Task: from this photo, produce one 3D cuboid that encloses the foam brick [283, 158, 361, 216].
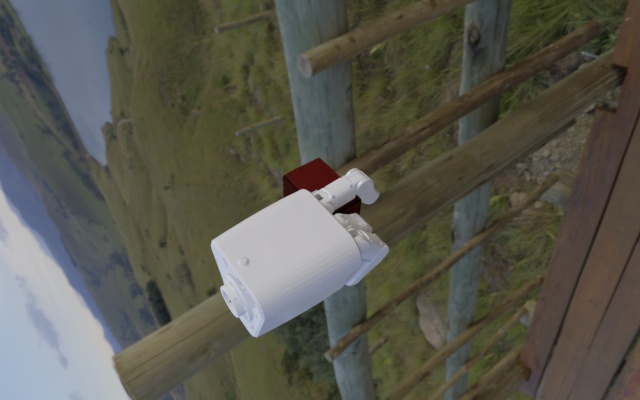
[{"bbox_3d":[0.000,0.002,0.524,0.051,0.053,0.078,-29,56,-24],"label":"foam brick"}]
